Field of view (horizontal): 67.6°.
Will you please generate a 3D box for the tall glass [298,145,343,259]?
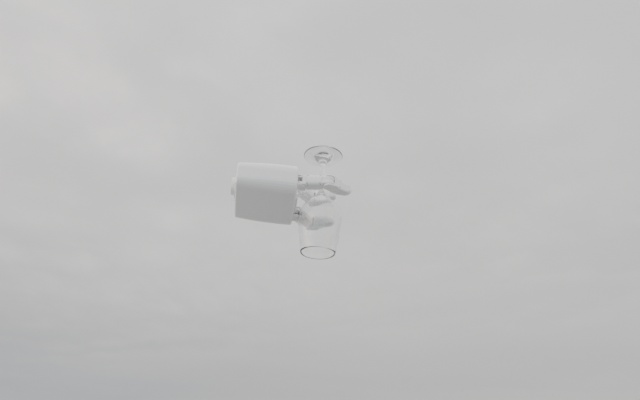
[{"bbox_3d":[0.000,0.002,0.871,0.079,0.201,0.079,2,-27,1],"label":"tall glass"}]
